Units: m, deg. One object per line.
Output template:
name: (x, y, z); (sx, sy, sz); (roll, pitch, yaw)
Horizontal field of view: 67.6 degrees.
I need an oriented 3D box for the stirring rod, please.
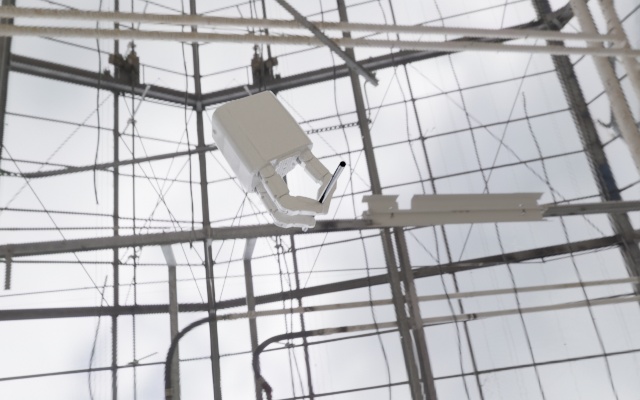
stirring rod: (0.000, 0.002, 0.638); (0.011, 0.011, 0.240); (0, -21, -13)
